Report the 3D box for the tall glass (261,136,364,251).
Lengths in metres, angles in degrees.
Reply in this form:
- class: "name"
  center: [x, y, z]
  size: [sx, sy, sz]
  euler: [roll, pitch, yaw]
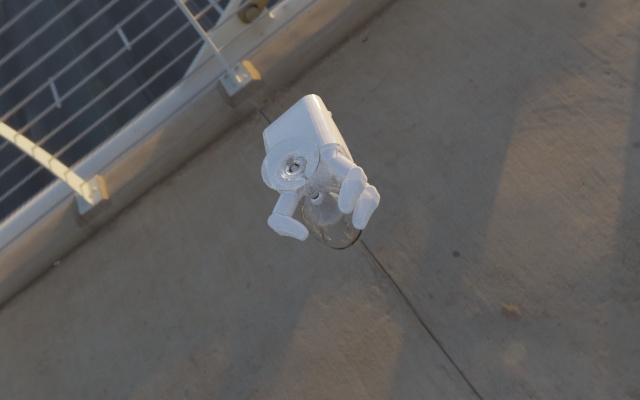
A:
- class: "tall glass"
  center: [0.000, 0.002, 0.632]
  size: [0.079, 0.079, 0.201]
  euler: [0, -28, 24]
